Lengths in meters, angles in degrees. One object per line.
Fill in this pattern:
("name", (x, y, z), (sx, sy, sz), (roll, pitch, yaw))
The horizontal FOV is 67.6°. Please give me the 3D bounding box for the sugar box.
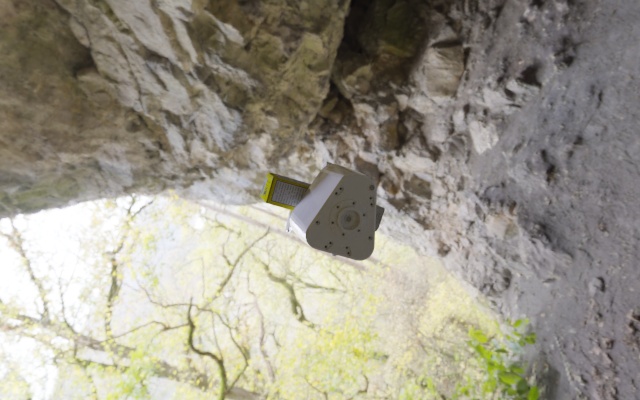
("sugar box", (0.000, 0.003, 0.735), (0.176, 0.048, 0.093), (18, 3, -14))
